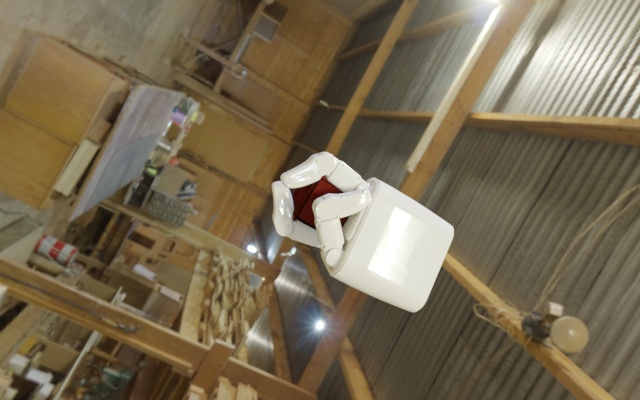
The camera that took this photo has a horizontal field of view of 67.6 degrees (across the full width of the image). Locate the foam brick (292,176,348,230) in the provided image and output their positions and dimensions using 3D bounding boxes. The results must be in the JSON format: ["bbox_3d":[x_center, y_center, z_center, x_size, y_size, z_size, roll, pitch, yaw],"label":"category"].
[{"bbox_3d":[0.000,0.002,0.542,0.051,0.053,0.078,28,7,-14],"label":"foam brick"}]
